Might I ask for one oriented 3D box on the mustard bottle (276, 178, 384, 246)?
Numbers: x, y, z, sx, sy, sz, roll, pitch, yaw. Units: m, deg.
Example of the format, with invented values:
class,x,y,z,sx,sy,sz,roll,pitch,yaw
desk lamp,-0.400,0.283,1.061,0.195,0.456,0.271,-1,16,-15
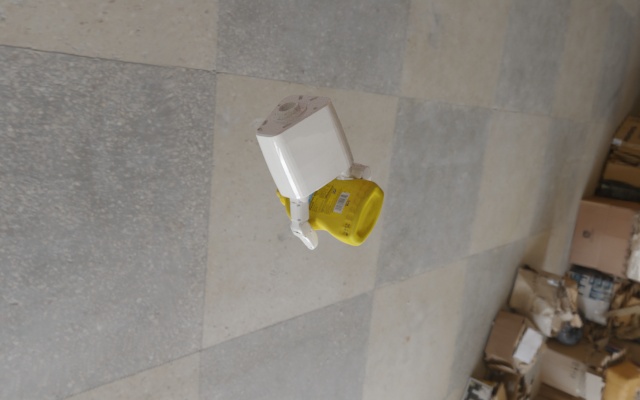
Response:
class,x,y,z,sx,sy,sz,roll,pitch,yaw
mustard bottle,0.000,0.003,0.748,0.191,0.096,0.058,15,-16,41
